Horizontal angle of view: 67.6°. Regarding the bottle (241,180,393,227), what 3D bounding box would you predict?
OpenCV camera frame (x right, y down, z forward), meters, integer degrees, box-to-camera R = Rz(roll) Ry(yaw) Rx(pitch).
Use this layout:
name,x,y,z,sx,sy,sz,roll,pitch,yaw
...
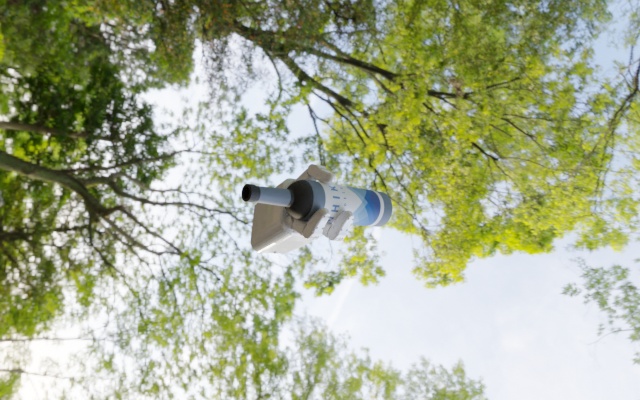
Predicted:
name,x,y,z,sx,sy,sz,roll,pitch,yaw
bottle,0.000,0.003,0.800,0.296,0.069,0.069,7,-5,-41
